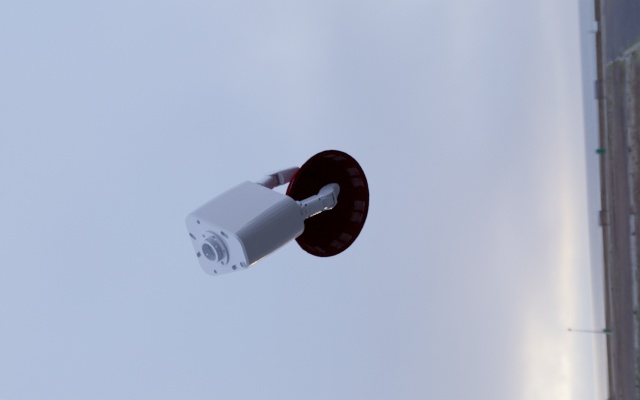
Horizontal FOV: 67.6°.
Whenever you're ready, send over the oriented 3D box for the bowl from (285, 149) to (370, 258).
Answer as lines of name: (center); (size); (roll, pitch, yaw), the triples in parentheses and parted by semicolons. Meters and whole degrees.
bowl: (0.001, 0.002, 0.728); (0.162, 0.162, 0.055); (0, 7, -40)
